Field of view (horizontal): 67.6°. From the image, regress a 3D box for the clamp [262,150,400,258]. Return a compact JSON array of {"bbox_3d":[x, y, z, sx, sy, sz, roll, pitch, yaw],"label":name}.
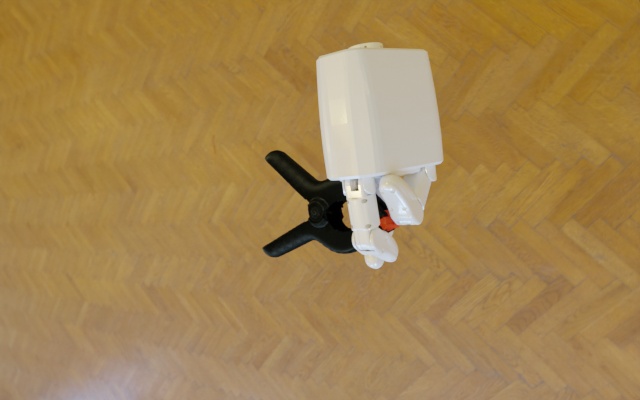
[{"bbox_3d":[0.000,0.002,0.498,0.171,0.120,0.039,-3,8,36],"label":"clamp"}]
